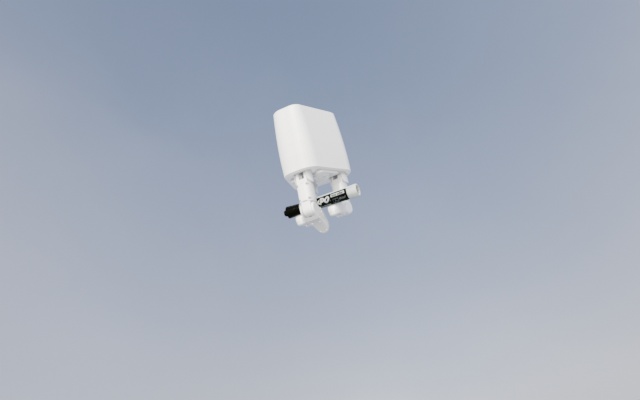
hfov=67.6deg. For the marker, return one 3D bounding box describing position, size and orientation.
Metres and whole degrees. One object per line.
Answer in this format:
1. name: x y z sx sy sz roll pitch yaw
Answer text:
1. marker: 0.000 0.002 0.701 0.121 0.020 0.020 -18 -7 21
